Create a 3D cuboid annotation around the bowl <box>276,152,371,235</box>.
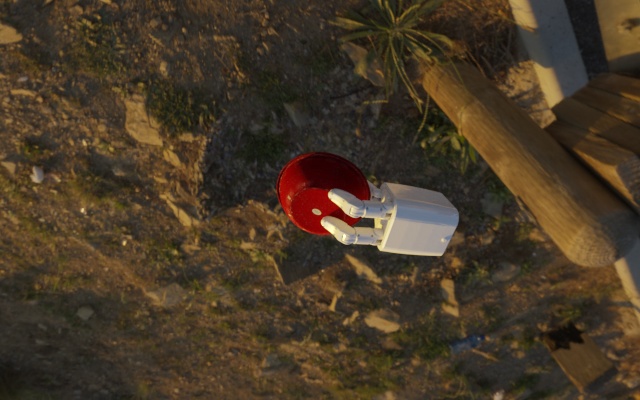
[{"bbox_3d":[-0.001,0.003,0.790,0.162,0.162,0.055,0,34,12],"label":"bowl"}]
